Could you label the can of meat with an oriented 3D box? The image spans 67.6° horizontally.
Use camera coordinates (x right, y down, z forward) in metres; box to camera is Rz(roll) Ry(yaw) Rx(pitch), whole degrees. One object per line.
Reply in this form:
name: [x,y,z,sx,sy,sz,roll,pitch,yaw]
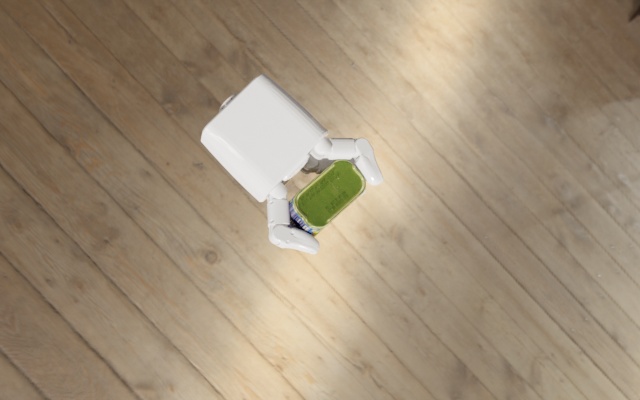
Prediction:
can of meat: [0.000,0.002,0.593,0.102,0.057,0.084,-42,-1,-24]
